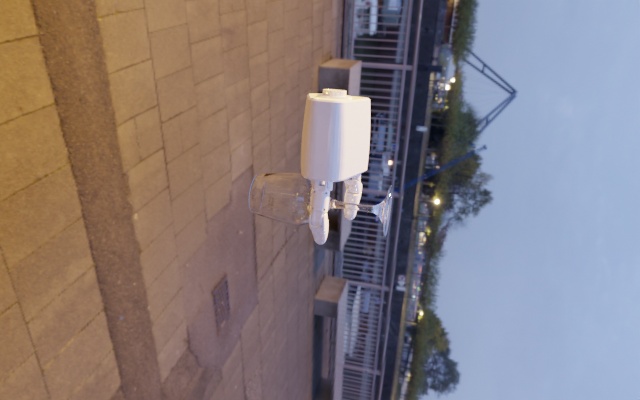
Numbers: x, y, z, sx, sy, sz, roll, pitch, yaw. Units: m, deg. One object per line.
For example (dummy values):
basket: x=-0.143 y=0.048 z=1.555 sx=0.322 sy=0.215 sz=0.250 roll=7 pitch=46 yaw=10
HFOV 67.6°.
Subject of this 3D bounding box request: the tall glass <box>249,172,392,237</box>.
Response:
tall glass: x=0.001 y=0.003 z=0.698 sx=0.201 sy=0.079 sz=0.079 roll=7 pitch=1 yaw=12
